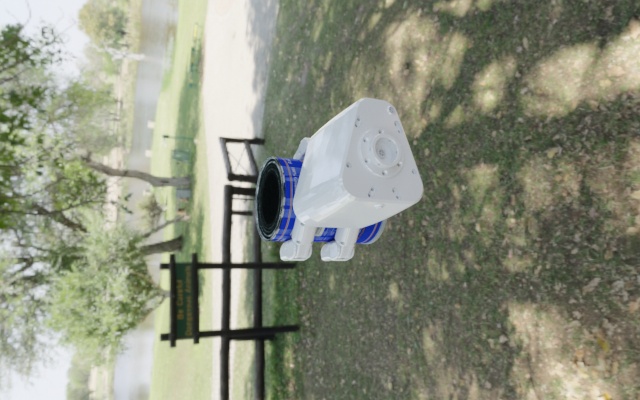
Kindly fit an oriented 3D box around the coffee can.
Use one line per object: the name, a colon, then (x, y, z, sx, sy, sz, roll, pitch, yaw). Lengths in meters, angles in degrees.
coffee can: (0.000, 0.002, 0.598, 0.140, 0.103, 0.103, 4, -2, -25)
